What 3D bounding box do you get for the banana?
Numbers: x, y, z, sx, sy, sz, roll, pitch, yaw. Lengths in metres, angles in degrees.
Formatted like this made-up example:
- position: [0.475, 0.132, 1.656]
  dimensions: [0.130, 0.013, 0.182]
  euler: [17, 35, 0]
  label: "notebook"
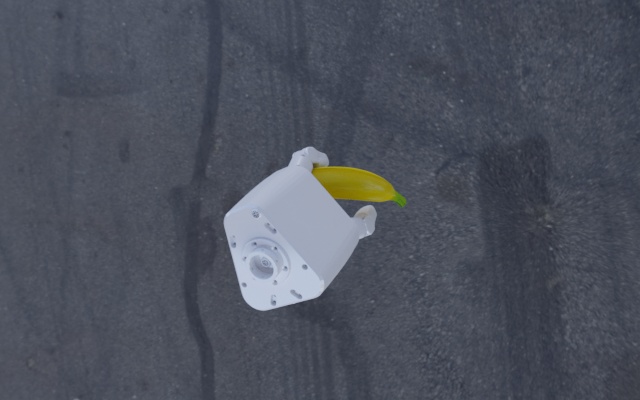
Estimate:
- position: [0.000, -0.011, 0.572]
  dimensions: [0.198, 0.037, 0.070]
  euler: [1, -44, 17]
  label: "banana"
